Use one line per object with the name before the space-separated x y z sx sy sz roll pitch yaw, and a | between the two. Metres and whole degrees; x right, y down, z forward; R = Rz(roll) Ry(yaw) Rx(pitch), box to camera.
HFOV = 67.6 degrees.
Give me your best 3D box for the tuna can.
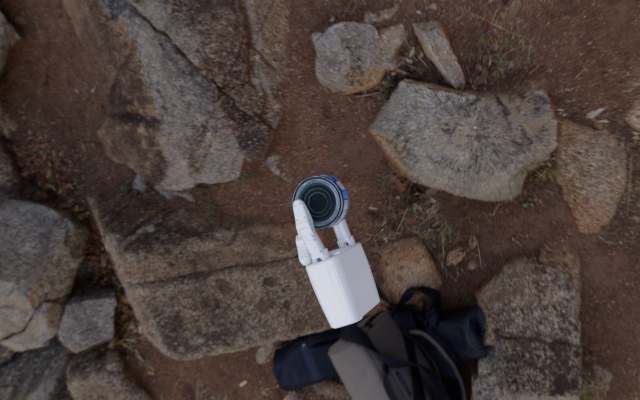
tuna can | 0.000 0.002 0.751 0.086 0.086 0.034 0 3 20
